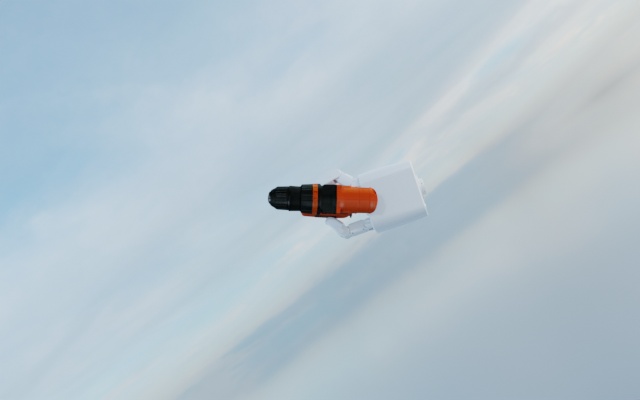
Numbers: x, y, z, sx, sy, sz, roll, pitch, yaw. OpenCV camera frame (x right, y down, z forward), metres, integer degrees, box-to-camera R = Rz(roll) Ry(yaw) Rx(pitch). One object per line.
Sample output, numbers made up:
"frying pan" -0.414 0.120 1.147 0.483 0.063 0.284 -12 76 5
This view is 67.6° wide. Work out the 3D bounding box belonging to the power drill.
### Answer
"power drill" 0.000 0.003 0.871 0.184 0.057 0.187 3 -2 -3
